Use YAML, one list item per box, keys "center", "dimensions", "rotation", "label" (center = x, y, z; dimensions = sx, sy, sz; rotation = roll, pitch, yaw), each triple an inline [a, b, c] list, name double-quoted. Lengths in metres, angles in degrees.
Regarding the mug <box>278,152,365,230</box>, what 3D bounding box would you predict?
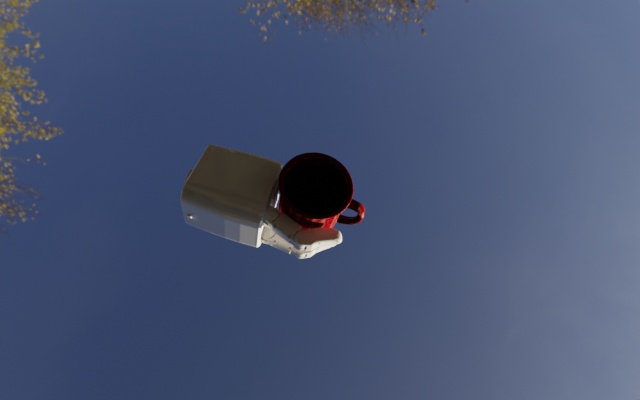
- center: [0.001, 0.002, 0.617]
  dimensions: [0.117, 0.093, 0.081]
  rotation: [18, -28, -1]
  label: "mug"
